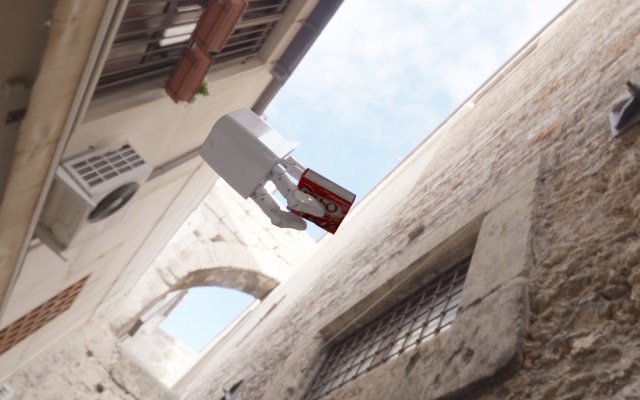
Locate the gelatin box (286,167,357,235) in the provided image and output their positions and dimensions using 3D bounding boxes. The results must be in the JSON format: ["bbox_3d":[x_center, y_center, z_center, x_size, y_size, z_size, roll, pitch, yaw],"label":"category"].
[{"bbox_3d":[0.001,0.002,0.735,0.089,0.073,0.030,29,38,1],"label":"gelatin box"}]
